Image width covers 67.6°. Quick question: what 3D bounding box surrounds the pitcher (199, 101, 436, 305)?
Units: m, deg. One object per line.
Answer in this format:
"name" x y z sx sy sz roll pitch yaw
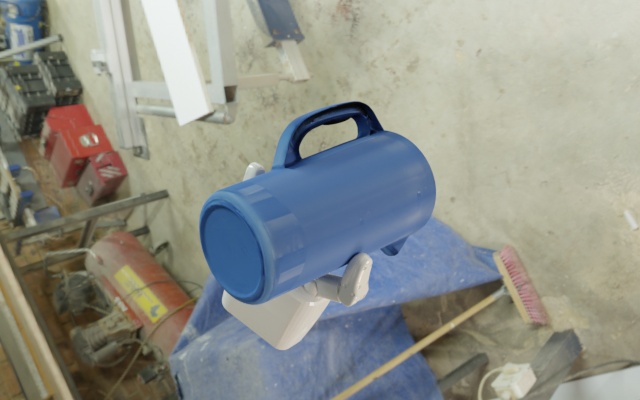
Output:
"pitcher" 0.000 0.002 0.496 0.243 0.145 0.149 -21 60 -43
